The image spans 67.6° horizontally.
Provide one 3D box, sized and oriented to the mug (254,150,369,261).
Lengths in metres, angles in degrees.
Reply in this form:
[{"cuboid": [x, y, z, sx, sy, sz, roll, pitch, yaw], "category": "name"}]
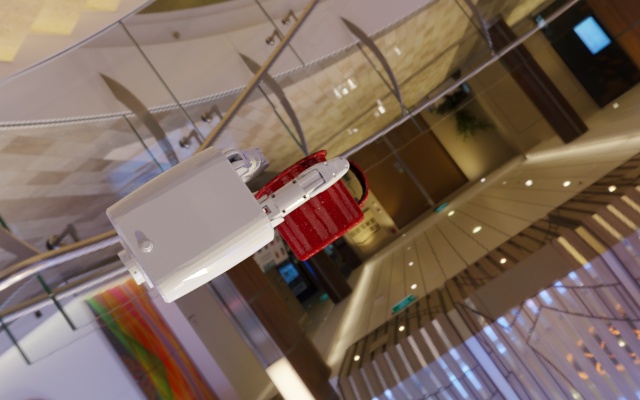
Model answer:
[{"cuboid": [0.001, 0.001, 0.495, 0.117, 0.081, 0.093, -33, -5, -23], "category": "mug"}]
